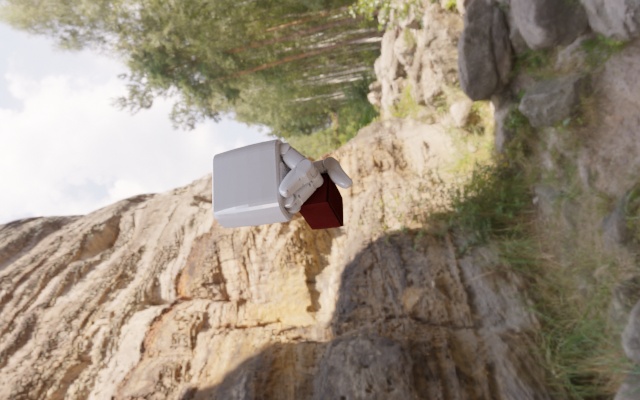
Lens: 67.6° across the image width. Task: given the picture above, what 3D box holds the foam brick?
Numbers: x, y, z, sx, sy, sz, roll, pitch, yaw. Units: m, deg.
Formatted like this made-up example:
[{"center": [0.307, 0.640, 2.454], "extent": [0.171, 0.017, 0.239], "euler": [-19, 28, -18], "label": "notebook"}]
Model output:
[{"center": [0.000, 0.003, 0.722], "extent": [0.051, 0.053, 0.078], "euler": [-9, -34, 16], "label": "foam brick"}]
